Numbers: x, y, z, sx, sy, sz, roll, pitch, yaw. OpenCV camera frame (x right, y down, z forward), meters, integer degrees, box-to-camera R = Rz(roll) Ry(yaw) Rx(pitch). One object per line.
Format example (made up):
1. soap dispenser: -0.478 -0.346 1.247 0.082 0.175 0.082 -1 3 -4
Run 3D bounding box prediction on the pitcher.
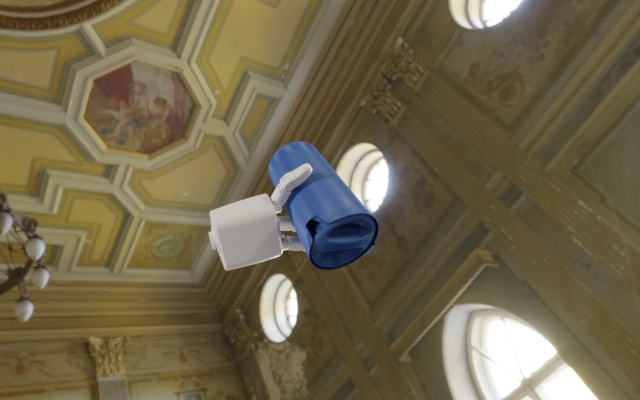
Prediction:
1. pitcher: 0.000 0.003 0.886 0.145 0.149 0.242 -18 47 -16
